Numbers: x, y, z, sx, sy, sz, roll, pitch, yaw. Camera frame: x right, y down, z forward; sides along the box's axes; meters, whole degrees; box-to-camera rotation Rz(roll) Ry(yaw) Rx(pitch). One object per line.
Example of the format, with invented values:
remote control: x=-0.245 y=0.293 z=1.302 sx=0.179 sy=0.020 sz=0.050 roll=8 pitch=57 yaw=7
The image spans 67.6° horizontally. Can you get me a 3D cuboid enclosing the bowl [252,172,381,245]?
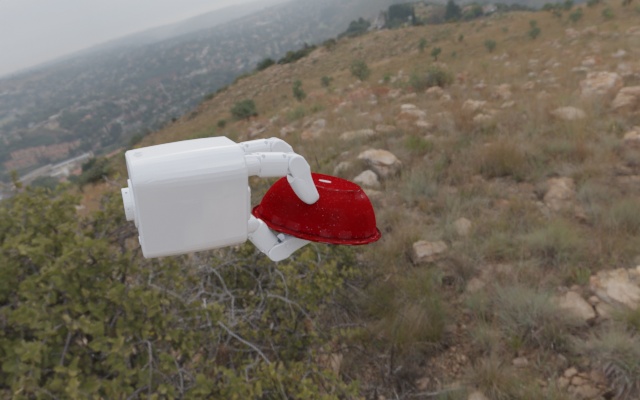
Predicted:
bowl: x=0.001 y=0.001 z=0.584 sx=0.162 sy=0.055 sz=0.162 roll=11 pitch=12 yaw=-2
